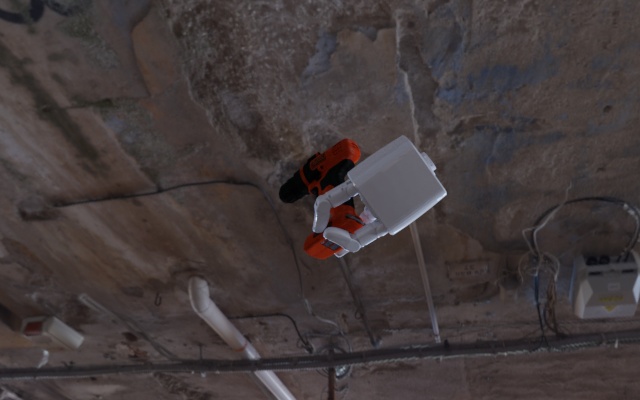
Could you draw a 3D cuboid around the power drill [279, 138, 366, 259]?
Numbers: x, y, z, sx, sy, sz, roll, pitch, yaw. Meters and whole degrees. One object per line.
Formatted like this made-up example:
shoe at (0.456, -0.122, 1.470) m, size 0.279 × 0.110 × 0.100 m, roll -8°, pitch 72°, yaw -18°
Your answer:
power drill at (0.000, 0.003, 0.825) m, size 0.184 × 0.187 × 0.057 m, roll -35°, pitch -44°, yaw 30°
